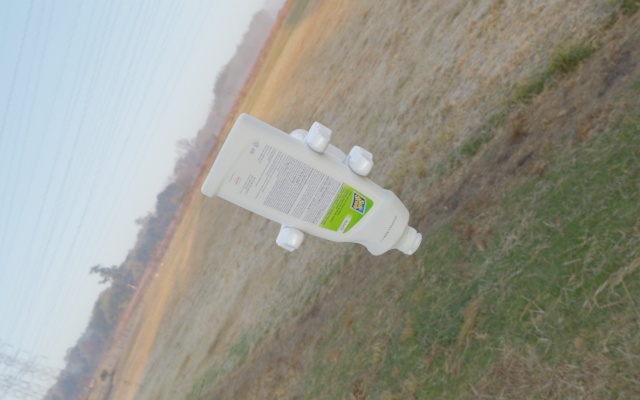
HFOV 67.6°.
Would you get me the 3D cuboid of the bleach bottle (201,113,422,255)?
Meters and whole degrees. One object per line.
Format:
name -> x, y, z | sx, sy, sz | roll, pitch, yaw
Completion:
bleach bottle -> 0.000, 0.002, 0.549 | 0.251, 0.102, 0.068 | 28, 15, -12
